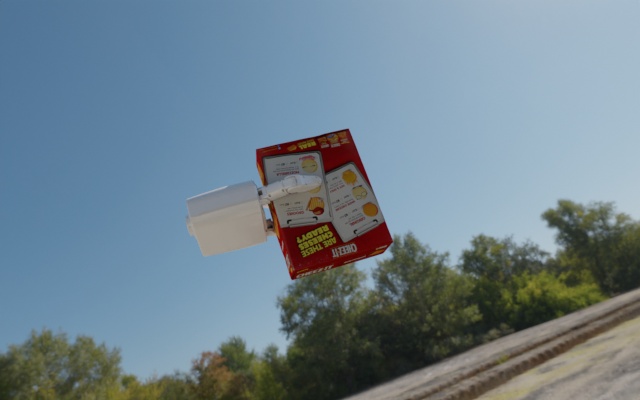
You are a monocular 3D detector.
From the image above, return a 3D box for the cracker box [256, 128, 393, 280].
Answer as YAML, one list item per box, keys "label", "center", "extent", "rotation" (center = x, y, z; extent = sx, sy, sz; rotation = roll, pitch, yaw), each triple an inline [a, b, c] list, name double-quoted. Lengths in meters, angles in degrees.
- label: "cracker box"
  center: [0.000, 0.002, 0.778]
  extent: [0.164, 0.213, 0.072]
  rotation: [-14, -21, -12]
